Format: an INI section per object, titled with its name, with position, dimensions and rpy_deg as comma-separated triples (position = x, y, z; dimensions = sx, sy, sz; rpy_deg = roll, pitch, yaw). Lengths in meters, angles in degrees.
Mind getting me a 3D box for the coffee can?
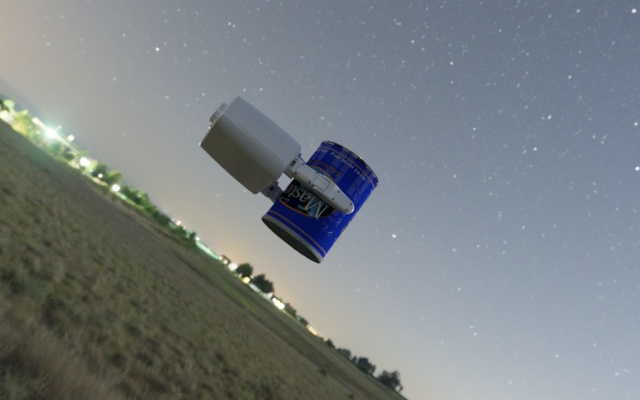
[coffee can]
position = 0.000, 0.002, 0.670
dimensions = 0.103, 0.140, 0.103
rpy_deg = 35, -13, 10
